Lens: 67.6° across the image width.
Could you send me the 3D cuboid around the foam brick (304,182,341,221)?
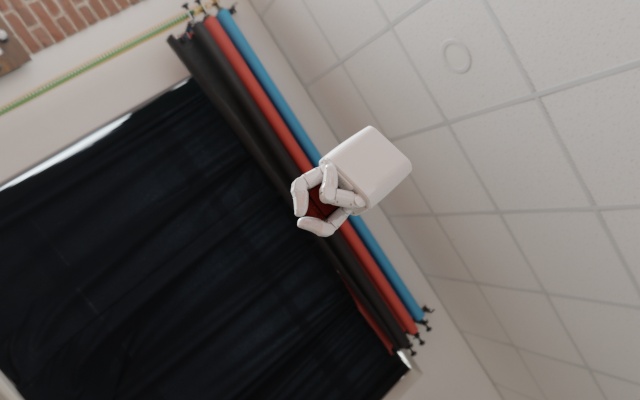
[{"bbox_3d":[0.000,0.003,0.795,0.051,0.053,0.078,-39,2,-21],"label":"foam brick"}]
